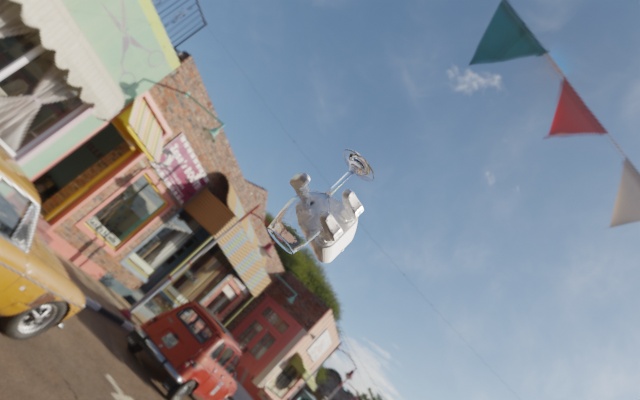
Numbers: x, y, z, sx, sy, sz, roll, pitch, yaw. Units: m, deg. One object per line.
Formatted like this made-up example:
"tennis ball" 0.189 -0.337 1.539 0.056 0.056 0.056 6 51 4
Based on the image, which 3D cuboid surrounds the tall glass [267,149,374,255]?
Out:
"tall glass" 0.001 0.002 0.825 0.201 0.079 0.079 -44 16 -17
